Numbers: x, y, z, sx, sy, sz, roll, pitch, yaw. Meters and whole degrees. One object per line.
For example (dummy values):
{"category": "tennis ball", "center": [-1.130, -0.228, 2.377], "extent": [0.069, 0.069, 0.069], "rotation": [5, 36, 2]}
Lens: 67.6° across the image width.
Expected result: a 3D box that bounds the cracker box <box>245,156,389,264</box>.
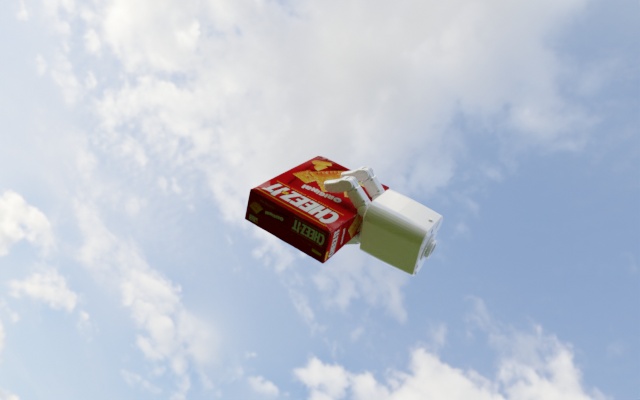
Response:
{"category": "cracker box", "center": [0.000, 0.003, 0.842], "extent": [0.164, 0.072, 0.213], "rotation": [27, 32, 22]}
